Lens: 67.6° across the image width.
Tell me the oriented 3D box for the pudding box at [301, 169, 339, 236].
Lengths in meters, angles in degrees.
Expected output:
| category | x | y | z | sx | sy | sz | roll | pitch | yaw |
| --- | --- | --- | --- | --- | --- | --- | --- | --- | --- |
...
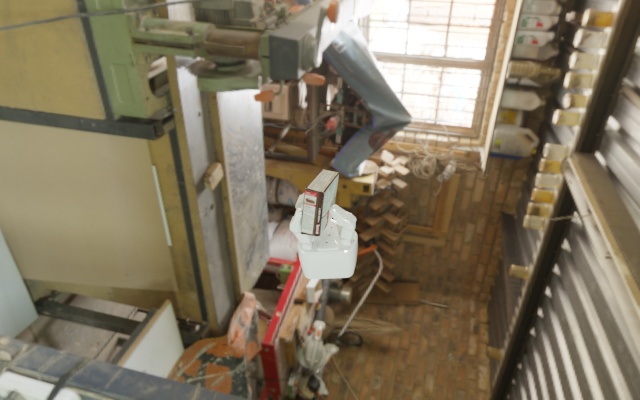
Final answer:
| category | x | y | z | sx | sy | sz | roll | pitch | yaw |
| --- | --- | --- | --- | --- | --- | --- | --- | --- | --- |
| pudding box | 0.000 | 0.003 | 0.869 | 0.039 | 0.090 | 0.113 | 10 | 23 | 11 |
